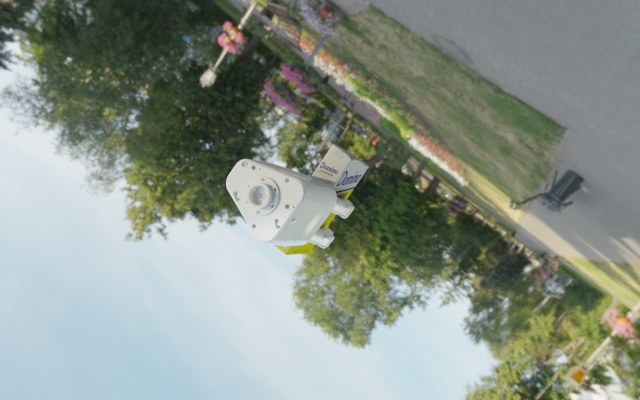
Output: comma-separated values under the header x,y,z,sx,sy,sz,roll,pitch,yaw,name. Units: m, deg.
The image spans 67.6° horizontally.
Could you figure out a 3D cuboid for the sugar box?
x,y,z,sx,sy,sz,roll,pitch,yaw,name
0.000,0.003,0.740,0.048,0.176,0.093,40,11,19,sugar box
